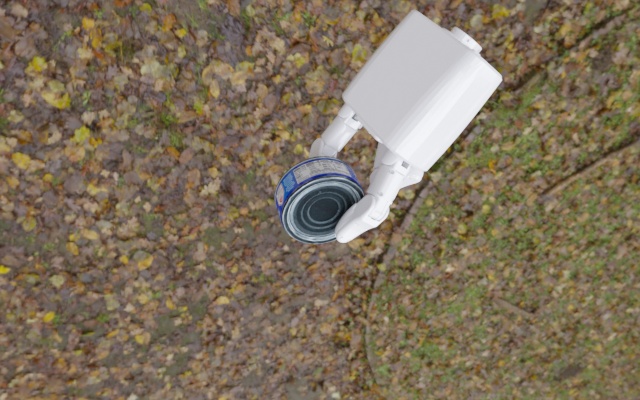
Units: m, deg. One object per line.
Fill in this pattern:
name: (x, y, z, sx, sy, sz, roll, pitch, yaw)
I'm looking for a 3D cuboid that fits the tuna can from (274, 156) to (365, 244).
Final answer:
tuna can: (0.000, 0.002, 0.465, 0.086, 0.086, 0.033, 0, 38, -19)
